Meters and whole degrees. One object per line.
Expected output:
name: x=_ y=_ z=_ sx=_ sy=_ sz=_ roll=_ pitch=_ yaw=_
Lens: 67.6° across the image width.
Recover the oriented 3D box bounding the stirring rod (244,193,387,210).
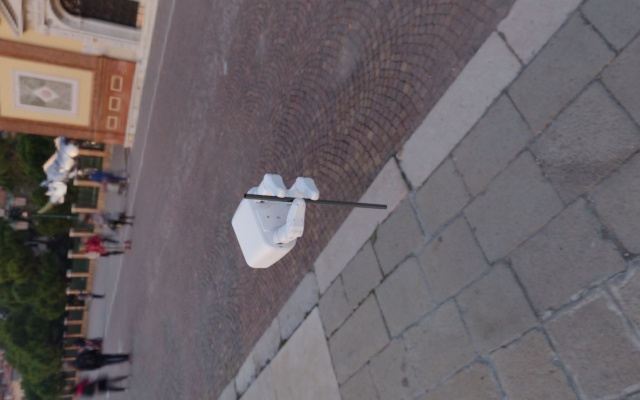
stirring rod: x=0.000 y=0.002 z=0.730 sx=0.239 sy=0.011 sz=0.011 roll=5 pitch=-2 yaw=-26
